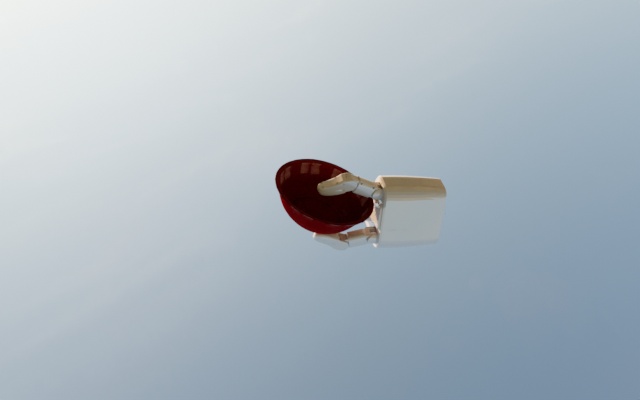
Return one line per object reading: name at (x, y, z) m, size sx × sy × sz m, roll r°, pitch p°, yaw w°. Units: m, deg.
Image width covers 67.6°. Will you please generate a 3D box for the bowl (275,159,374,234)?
bowl at (-0.001, 0.002, 0.757) m, size 0.162 × 0.055 × 0.162 m, roll 14°, pitch 37°, yaw -11°
